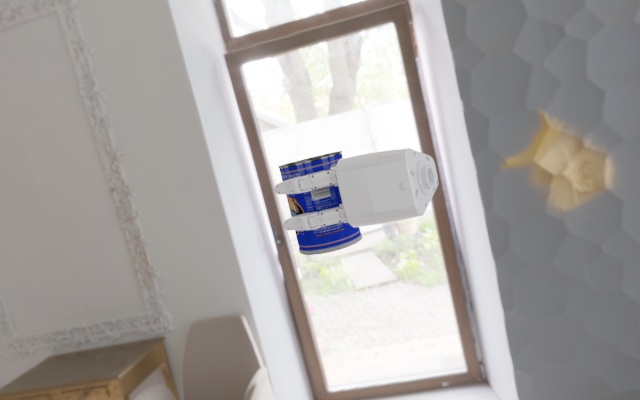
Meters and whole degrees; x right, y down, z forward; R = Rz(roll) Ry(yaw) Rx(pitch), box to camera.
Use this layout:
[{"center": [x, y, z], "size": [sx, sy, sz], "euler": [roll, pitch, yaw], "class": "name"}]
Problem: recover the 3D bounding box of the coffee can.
[{"center": [0.000, 0.003, 0.744], "size": [0.103, 0.140, 0.103], "euler": [-14, 7, 2], "class": "coffee can"}]
